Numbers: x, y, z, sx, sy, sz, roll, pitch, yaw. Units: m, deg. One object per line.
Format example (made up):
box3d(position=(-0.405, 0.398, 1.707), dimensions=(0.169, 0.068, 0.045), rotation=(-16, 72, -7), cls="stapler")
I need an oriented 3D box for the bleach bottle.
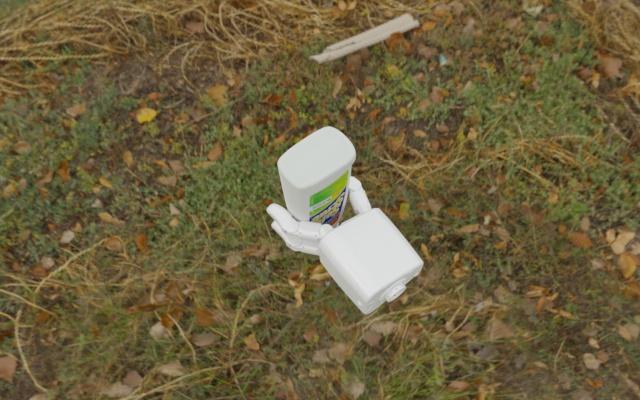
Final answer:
box3d(position=(0.000, 0.002, 0.715), dimensions=(0.102, 0.068, 0.251), rotation=(-34, -25, -14), cls="bleach bottle")
